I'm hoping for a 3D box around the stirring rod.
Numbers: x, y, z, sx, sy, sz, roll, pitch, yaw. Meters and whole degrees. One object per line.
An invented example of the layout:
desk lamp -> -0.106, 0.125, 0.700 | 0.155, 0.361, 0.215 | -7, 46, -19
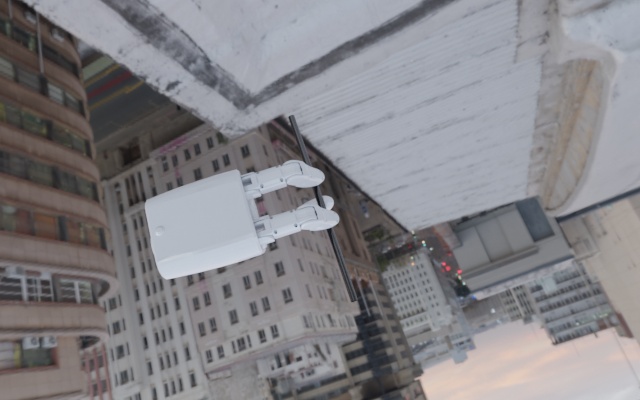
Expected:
stirring rod -> 0.000, 0.002, 0.557 | 0.011, 0.239, 0.011 | -17, -20, -6
